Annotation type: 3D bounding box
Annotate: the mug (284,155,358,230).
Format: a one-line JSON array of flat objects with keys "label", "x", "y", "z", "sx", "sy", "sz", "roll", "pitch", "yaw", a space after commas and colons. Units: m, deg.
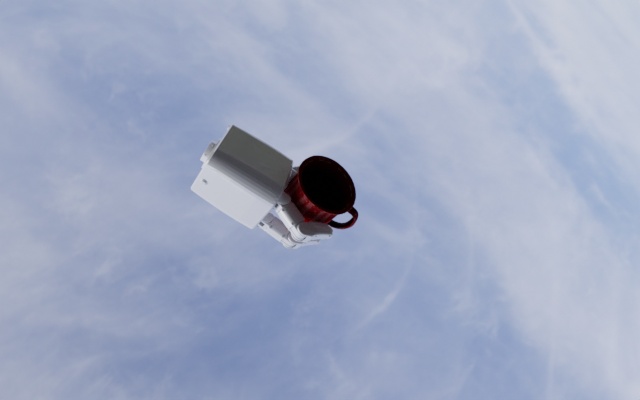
[{"label": "mug", "x": 0.001, "y": 0.003, "z": 0.687, "sx": 0.117, "sy": 0.093, "sz": 0.081, "roll": 33, "pitch": -41, "yaw": -13}]
